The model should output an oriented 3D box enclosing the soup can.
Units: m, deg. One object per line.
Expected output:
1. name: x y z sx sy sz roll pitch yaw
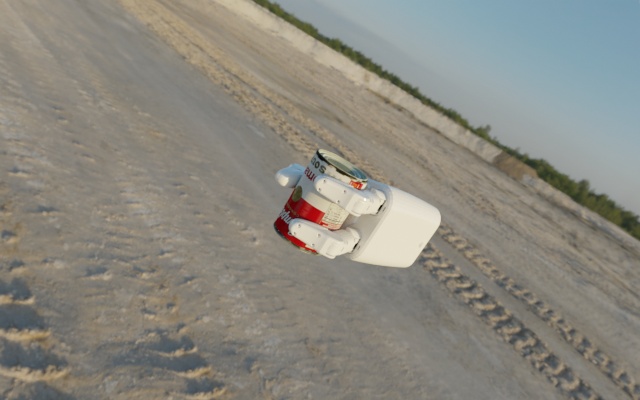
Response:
1. soup can: 0.000 0.001 0.542 0.068 0.102 0.068 29 16 -9
